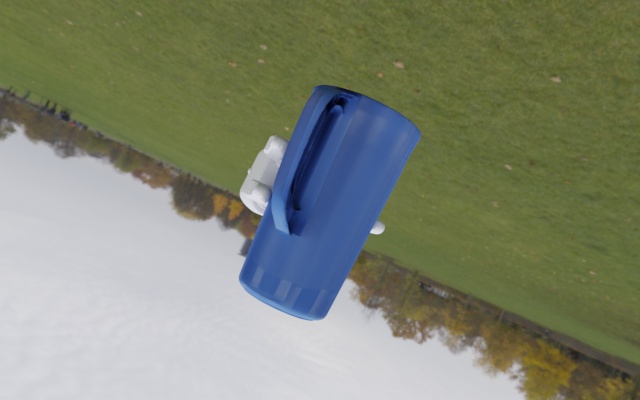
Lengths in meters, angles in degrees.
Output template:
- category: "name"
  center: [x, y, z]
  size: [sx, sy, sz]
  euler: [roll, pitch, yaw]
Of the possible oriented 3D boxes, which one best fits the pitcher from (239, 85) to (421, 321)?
- category: "pitcher"
  center: [0.000, 0.002, 0.530]
  size: [0.149, 0.243, 0.145]
  euler: [26, -4, -19]
